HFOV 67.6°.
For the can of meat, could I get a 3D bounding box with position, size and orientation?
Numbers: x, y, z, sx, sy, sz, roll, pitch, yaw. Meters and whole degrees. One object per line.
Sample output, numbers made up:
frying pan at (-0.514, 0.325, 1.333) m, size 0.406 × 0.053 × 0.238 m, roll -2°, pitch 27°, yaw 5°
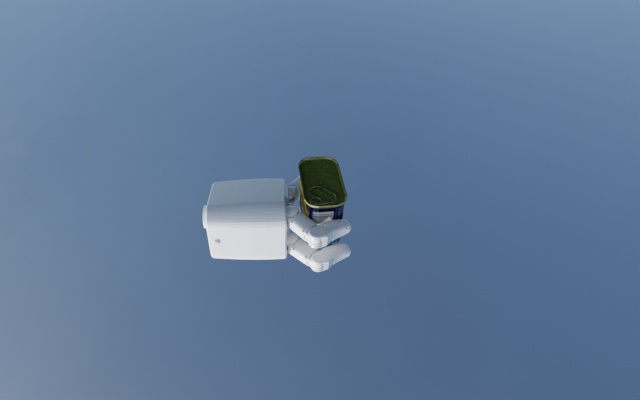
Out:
can of meat at (0.000, 0.002, 0.673) m, size 0.057 × 0.084 × 0.102 m, roll -4°, pitch 44°, yaw -8°
